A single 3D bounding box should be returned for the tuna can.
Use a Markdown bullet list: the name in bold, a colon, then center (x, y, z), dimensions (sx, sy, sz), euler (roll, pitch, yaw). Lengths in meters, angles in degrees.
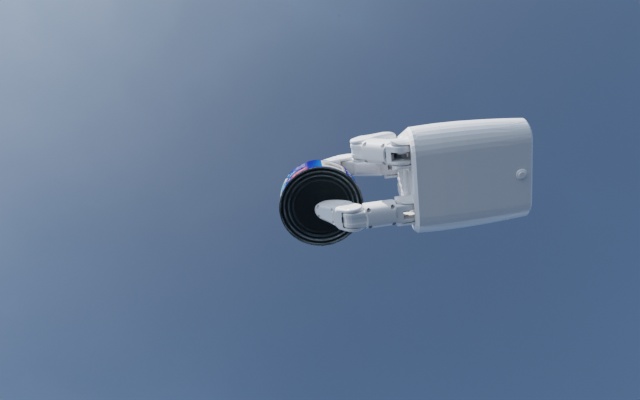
- **tuna can**: center (0.000, 0.001, 0.497), dimensions (0.086, 0.086, 0.033), euler (0, 21, -4)
